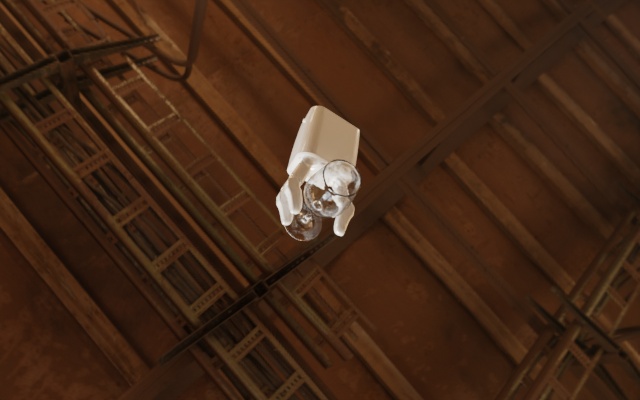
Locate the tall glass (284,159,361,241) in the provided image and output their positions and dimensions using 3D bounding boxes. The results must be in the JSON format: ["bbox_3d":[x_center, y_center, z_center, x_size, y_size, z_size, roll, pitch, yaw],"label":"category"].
[{"bbox_3d":[0.000,0.003,0.800,0.079,0.079,0.201,0,-22,-21],"label":"tall glass"}]
